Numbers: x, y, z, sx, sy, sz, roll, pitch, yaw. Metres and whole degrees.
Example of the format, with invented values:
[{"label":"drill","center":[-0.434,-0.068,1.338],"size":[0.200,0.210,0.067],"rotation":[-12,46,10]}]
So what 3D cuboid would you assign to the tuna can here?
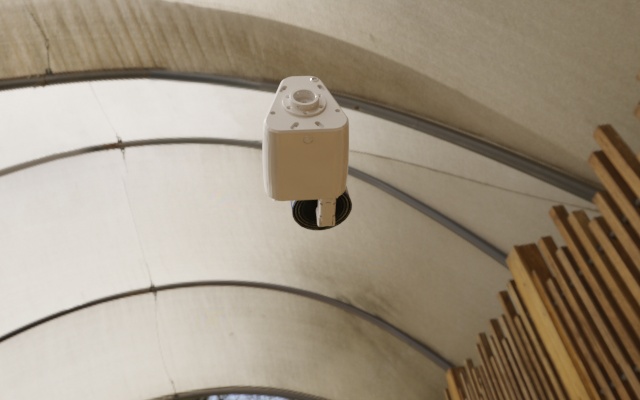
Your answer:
[{"label":"tuna can","center":[0.000,0.002,0.683],"size":[0.086,0.086,0.033],"rotation":[-6,46,-6]}]
